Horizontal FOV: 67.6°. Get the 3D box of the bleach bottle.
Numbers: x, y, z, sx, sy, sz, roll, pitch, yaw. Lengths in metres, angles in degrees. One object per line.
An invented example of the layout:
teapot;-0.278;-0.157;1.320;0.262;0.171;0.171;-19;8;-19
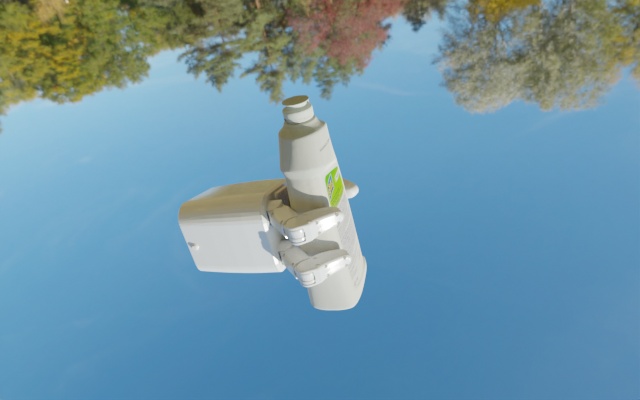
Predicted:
bleach bottle;0.000;0.002;0.545;0.068;0.251;0.102;-4;31;15
